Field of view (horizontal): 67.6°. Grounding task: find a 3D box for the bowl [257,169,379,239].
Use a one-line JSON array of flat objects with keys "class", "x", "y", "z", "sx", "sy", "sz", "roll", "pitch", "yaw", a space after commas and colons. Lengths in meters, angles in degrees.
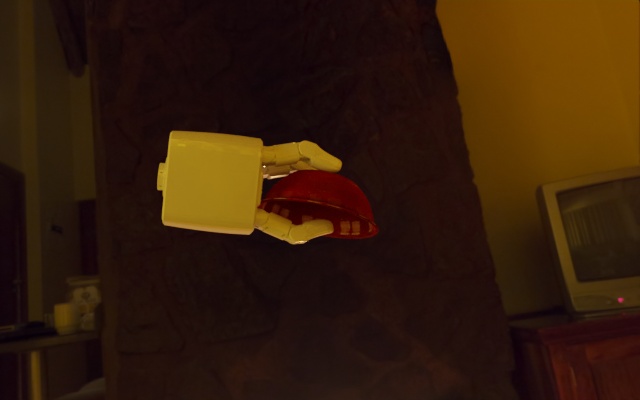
[{"class": "bowl", "x": 0.001, "y": 0.002, "z": 0.623, "sx": 0.162, "sy": 0.055, "sz": 0.162, "roll": 11, "pitch": -17, "yaw": 3}]
